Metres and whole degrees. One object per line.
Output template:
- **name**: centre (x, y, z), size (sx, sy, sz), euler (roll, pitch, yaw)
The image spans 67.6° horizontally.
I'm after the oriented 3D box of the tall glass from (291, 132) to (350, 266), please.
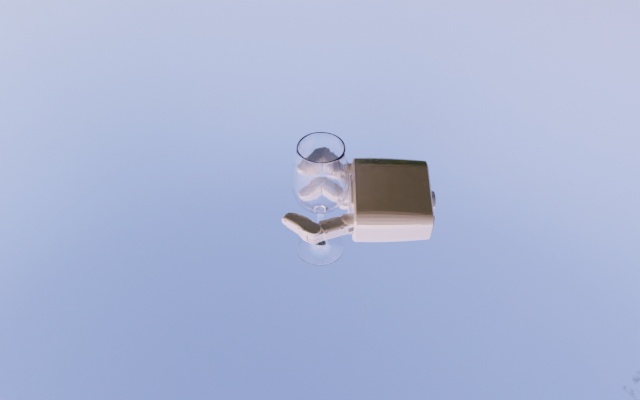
- **tall glass**: centre (0.000, 0.003, 0.667), size (0.079, 0.079, 0.201), euler (0, -44, 0)
